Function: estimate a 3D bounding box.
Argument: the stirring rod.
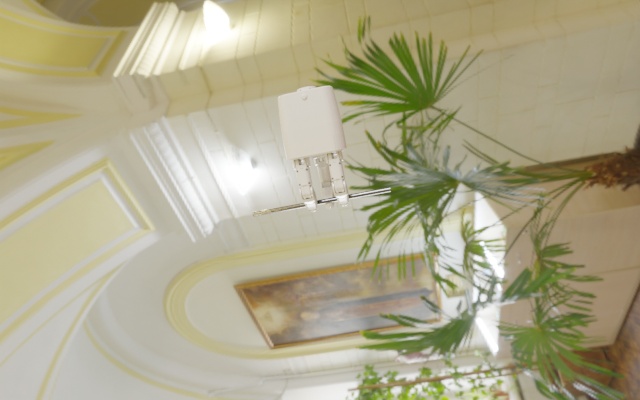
[{"bbox_3d":[0.000,0.003,0.819,0.239,0.011,0.011,-10,-1,7],"label":"stirring rod"}]
